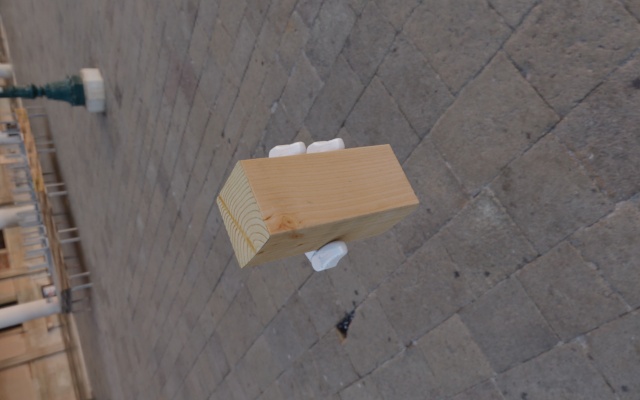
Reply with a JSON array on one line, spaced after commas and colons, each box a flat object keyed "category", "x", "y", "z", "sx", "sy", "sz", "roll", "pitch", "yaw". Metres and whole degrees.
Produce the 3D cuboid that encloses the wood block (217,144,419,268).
[{"category": "wood block", "x": 0.000, "y": 0.002, "z": 0.557, "sx": 0.206, "sy": 0.090, "sz": 0.090, "roll": -11, "pitch": -22, "yaw": -34}]
